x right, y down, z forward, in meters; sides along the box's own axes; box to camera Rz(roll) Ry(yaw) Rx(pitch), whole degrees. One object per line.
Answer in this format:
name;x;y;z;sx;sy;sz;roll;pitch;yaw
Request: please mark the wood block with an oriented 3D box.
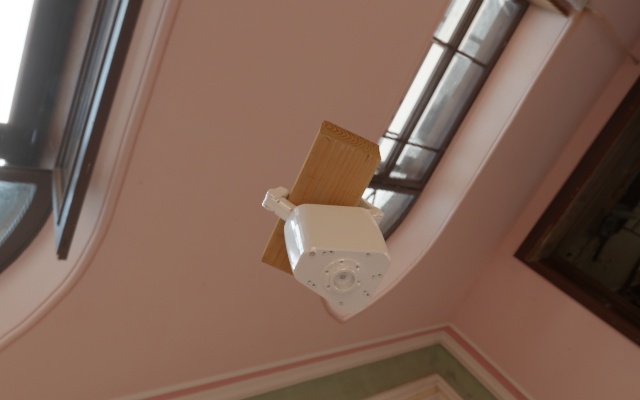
wood block;0.000;0.002;0.685;0.091;0.206;0.090;25;20;-4
